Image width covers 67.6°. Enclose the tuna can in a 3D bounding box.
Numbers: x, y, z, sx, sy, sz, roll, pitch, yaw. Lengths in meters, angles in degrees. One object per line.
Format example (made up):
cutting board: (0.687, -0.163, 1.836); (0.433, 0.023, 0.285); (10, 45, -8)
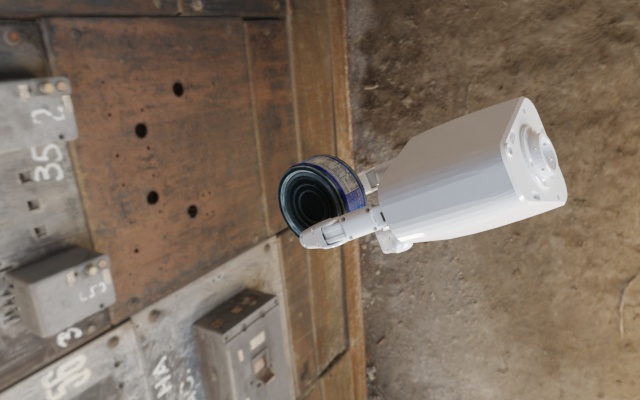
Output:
tuna can: (0.000, 0.002, 0.455); (0.086, 0.086, 0.033); (0, 20, 41)
